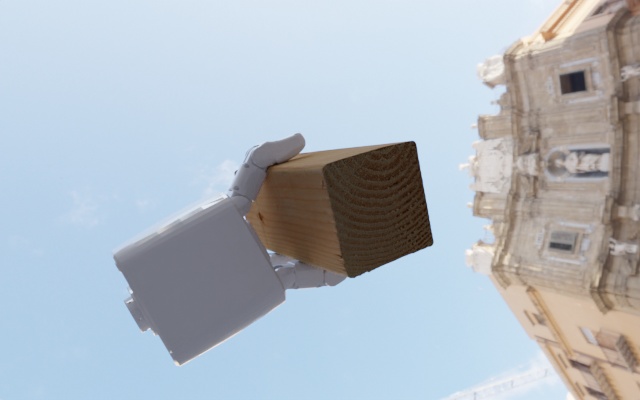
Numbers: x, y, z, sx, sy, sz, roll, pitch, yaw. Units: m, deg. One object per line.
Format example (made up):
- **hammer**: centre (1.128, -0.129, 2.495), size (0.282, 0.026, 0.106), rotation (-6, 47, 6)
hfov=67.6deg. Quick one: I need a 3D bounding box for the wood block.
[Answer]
- **wood block**: centre (0.000, 0.001, 0.457), size (0.090, 0.091, 0.206), rotation (-17, 11, -27)
